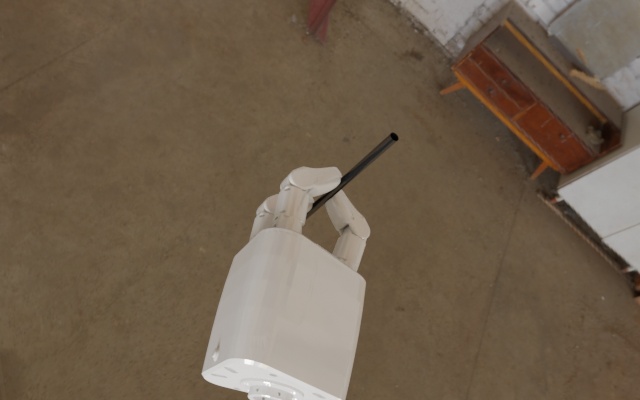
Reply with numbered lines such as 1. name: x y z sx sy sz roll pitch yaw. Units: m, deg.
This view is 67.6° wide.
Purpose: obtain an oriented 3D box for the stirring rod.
1. stirring rod: 0.000 0.002 0.468 0.011 0.011 0.240 0 -25 -32
